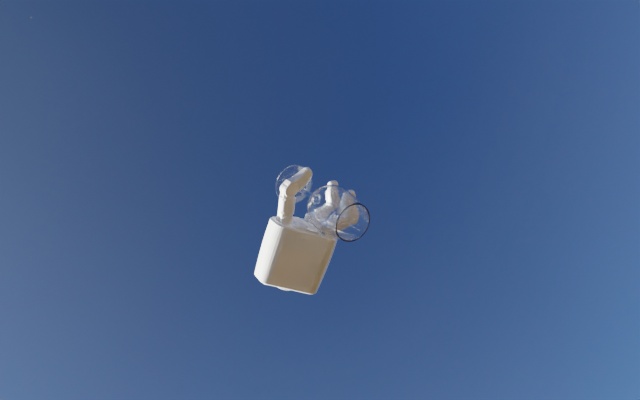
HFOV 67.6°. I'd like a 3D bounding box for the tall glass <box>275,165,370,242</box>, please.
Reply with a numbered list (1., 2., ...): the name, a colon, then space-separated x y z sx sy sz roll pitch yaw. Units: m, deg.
1. tall glass: 0.000 0.002 0.792 0.079 0.079 0.201 0 18 -31
